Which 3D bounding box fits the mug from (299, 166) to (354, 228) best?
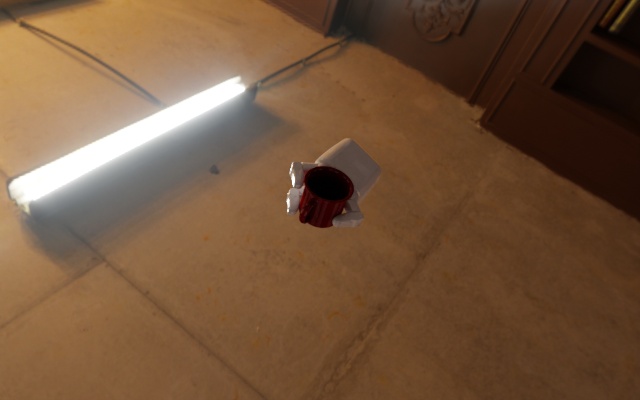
[{"bbox_3d":[-0.001,0.004,0.875,0.093,0.082,0.117,33,46,14],"label":"mug"}]
